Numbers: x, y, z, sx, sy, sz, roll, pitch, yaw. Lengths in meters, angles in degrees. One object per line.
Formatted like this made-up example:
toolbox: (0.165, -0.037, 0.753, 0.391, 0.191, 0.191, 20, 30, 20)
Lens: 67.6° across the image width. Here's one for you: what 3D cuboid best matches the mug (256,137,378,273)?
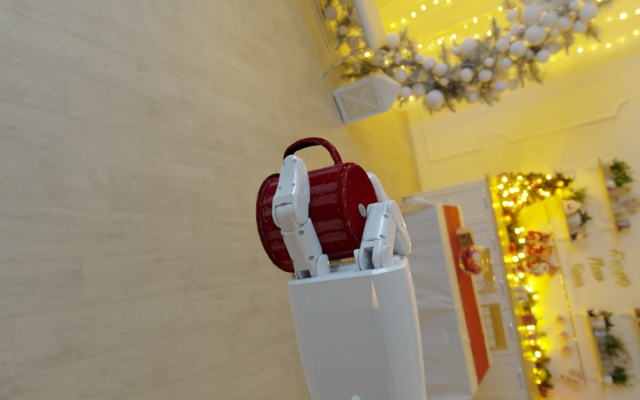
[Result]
mug: (0.000, 0.000, 0.425, 0.081, 0.117, 0.093, -12, -3, 27)
